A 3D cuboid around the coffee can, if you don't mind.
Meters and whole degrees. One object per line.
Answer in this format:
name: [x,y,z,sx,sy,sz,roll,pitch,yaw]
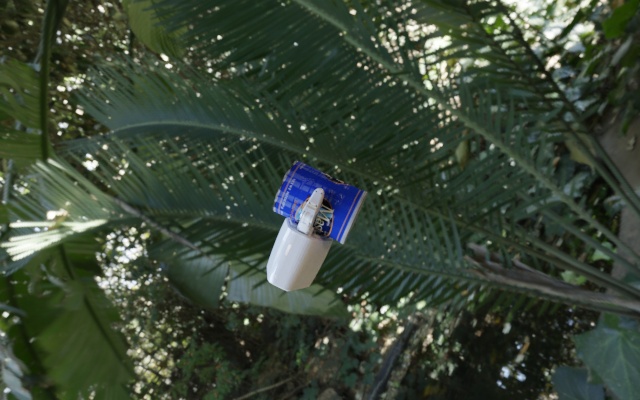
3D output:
coffee can: [0.000,0.003,0.859,0.140,0.103,0.103,25,3,6]
